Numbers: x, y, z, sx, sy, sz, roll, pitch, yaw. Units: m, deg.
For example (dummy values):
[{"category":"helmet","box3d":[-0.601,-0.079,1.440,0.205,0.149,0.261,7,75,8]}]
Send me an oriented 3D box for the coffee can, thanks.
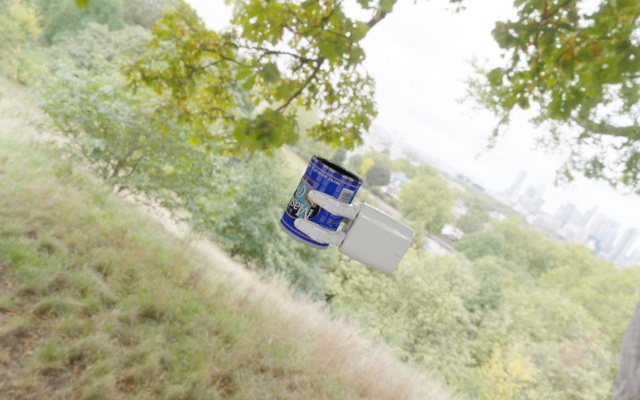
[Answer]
[{"category":"coffee can","box3d":[0.000,0.003,0.864,0.103,0.140,0.102,26,12,-6]}]
